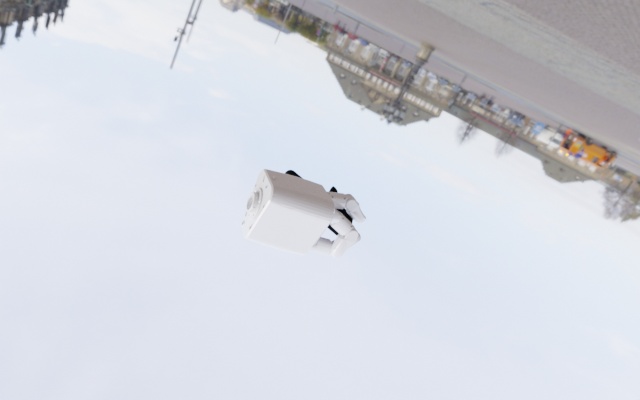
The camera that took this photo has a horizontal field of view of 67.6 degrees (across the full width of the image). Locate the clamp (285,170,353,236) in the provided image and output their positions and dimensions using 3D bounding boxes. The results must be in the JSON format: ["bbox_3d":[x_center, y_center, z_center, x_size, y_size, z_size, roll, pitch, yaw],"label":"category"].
[{"bbox_3d":[0.000,0.003,0.837,0.120,0.039,0.171,17,21,-25],"label":"clamp"}]
